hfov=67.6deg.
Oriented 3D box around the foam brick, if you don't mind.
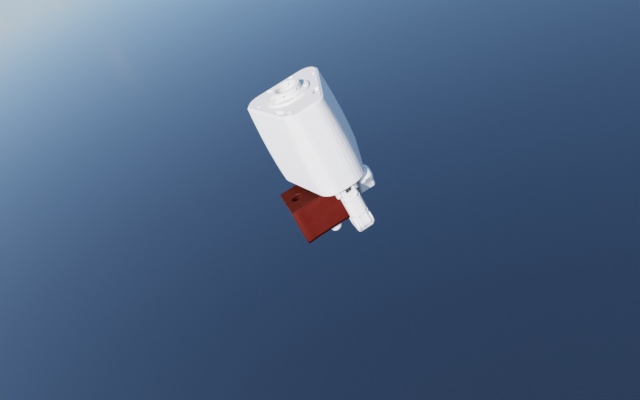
[{"bbox_3d":[0.000,0.002,0.579,0.078,0.051,0.053,-33,34,-3],"label":"foam brick"}]
